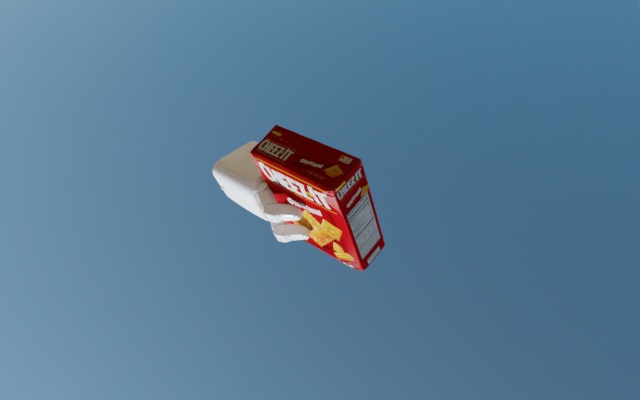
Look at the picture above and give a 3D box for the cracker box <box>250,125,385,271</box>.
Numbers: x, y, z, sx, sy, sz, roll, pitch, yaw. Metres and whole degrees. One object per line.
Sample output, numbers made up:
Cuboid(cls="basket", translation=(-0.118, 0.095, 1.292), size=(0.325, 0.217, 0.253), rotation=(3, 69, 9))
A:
Cuboid(cls="cracker box", translation=(0.000, 0.002, 0.739), size=(0.164, 0.072, 0.214), rotation=(26, -26, 33))
